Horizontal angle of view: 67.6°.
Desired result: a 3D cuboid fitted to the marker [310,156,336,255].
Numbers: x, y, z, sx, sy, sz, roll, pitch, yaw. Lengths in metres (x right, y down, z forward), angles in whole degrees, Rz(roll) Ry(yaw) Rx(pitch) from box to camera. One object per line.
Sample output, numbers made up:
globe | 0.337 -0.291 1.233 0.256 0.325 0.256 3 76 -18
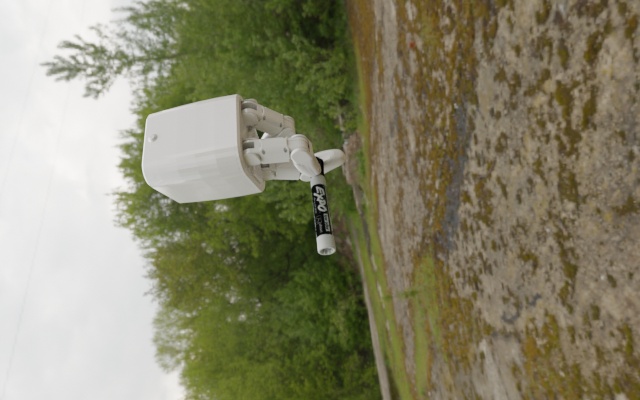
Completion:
marker | 0.000 0.002 0.524 0.020 0.121 0.020 -5 -32 -3
